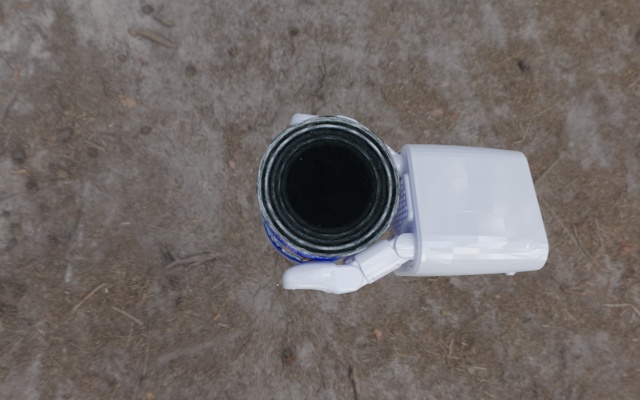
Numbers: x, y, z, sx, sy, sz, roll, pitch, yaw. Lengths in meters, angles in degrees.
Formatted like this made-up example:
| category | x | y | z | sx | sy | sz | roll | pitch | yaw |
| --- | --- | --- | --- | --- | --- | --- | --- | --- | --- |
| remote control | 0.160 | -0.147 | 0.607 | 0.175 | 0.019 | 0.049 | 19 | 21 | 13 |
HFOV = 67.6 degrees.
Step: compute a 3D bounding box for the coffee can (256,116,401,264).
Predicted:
| category | x | y | z | sx | sy | sz | roll | pitch | yaw |
| --- | --- | --- | --- | --- | --- | --- | --- | --- | --- |
| coffee can | 0.000 | 0.001 | 0.403 | 0.103 | 0.103 | 0.140 | 0 | -10 | -5 |
